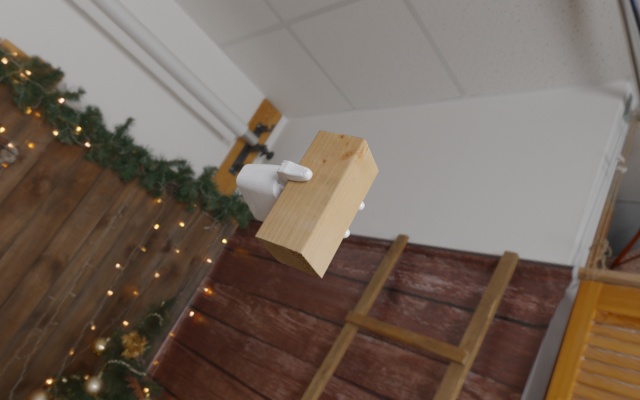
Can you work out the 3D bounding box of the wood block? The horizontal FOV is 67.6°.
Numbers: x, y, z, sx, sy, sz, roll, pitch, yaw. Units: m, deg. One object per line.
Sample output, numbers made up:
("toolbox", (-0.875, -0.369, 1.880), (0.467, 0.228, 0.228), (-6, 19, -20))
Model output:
("wood block", (0.000, 0.002, 0.749), (0.090, 0.206, 0.091), (16, -24, 32))
